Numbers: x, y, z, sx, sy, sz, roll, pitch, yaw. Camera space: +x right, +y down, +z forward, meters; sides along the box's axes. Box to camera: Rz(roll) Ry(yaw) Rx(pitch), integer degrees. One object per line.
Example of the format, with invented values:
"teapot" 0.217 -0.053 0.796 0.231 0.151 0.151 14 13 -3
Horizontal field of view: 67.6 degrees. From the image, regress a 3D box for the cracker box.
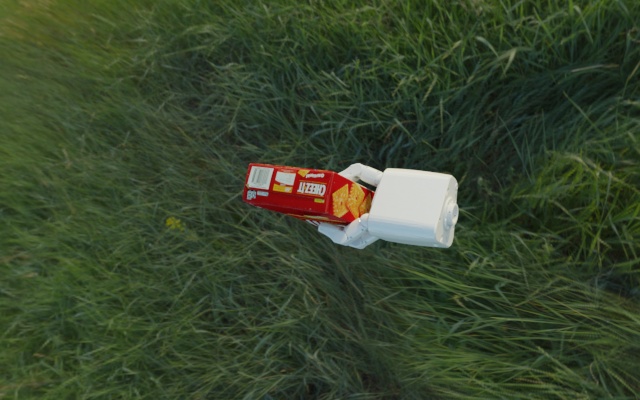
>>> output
"cracker box" 0.000 0.002 0.803 0.164 0.072 0.214 8 -8 32
